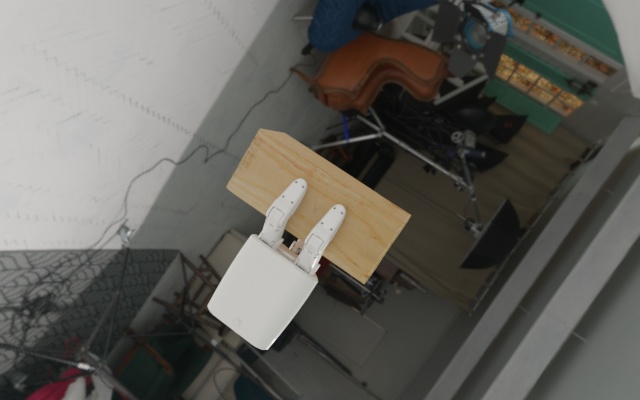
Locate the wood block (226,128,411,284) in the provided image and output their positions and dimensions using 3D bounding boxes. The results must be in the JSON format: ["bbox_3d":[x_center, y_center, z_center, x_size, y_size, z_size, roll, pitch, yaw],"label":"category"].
[{"bbox_3d":[0.000,0.002,0.604,0.206,0.090,0.091,34,11,10],"label":"wood block"}]
